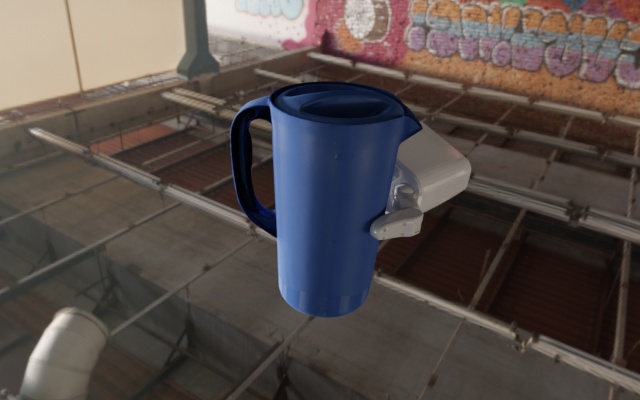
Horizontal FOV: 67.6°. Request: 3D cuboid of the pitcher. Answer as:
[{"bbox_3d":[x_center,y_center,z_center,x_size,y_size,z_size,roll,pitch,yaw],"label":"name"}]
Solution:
[{"bbox_3d":[0.000,0.002,0.515,0.145,0.243,0.149,-20,37,-37],"label":"pitcher"}]
